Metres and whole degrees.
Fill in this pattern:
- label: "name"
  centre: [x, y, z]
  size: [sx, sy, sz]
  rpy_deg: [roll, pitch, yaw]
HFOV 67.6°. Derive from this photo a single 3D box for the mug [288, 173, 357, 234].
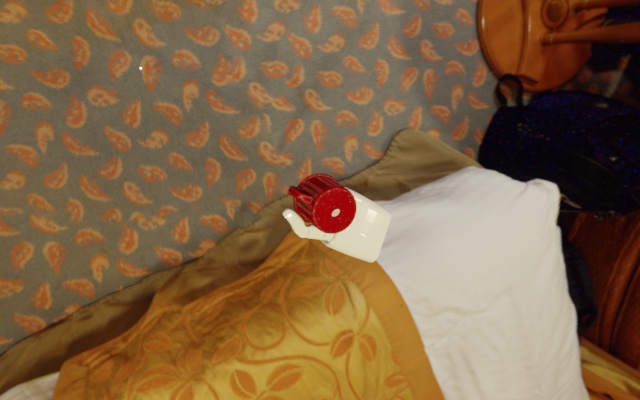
- label: "mug"
  centre: [-0.001, 0.002, 0.806]
  size: [0.117, 0.093, 0.081]
  rpy_deg: [24, 5, -26]
